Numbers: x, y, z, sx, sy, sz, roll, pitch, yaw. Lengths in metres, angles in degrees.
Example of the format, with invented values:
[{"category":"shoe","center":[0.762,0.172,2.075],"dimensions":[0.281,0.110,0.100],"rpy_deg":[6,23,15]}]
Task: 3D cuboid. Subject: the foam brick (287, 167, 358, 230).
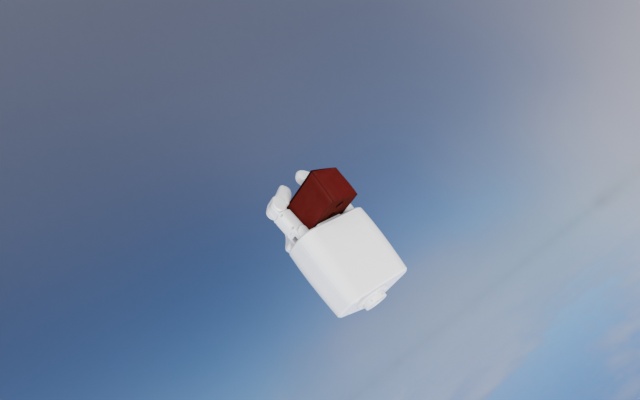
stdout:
[{"category":"foam brick","center":[0.000,0.002,0.628],"dimensions":[0.053,0.051,0.078],"rpy_deg":[-14,-32,-47]}]
